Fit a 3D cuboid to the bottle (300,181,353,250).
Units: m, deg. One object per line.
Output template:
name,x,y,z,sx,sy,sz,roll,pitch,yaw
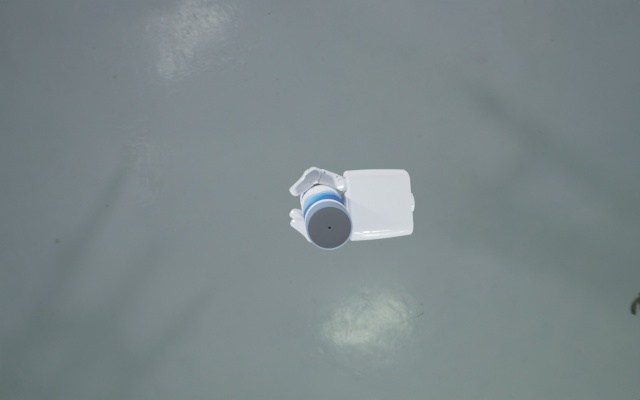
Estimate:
bottle,0.000,0.003,0.814,0.069,0.069,0.295,0,14,-5
